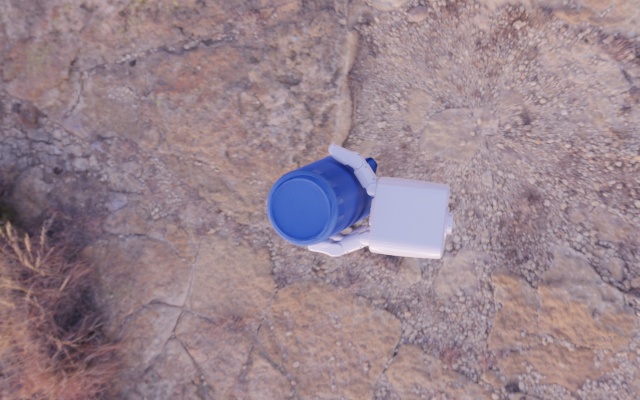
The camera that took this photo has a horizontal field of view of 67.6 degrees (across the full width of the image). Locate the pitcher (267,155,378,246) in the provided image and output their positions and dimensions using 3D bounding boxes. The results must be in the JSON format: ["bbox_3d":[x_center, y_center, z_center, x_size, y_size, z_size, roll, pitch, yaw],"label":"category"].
[{"bbox_3d":[0.000,0.002,0.772,0.145,0.149,0.243,8,10,16],"label":"pitcher"}]
